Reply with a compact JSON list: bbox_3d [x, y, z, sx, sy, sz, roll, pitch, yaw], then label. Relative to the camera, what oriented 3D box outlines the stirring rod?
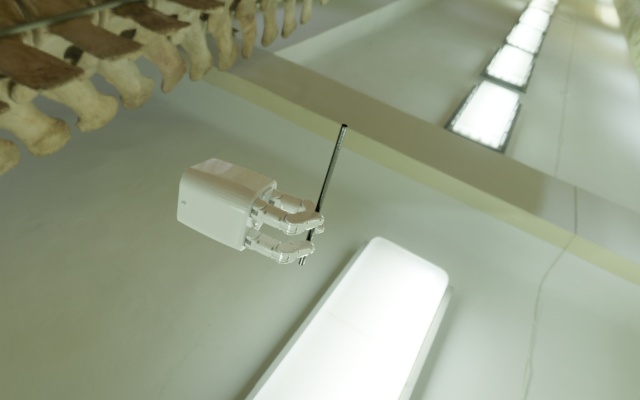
[{"bbox_3d":[0.000,0.002,0.652,0.011,0.240,0.011,11,36,-8],"label":"stirring rod"}]
